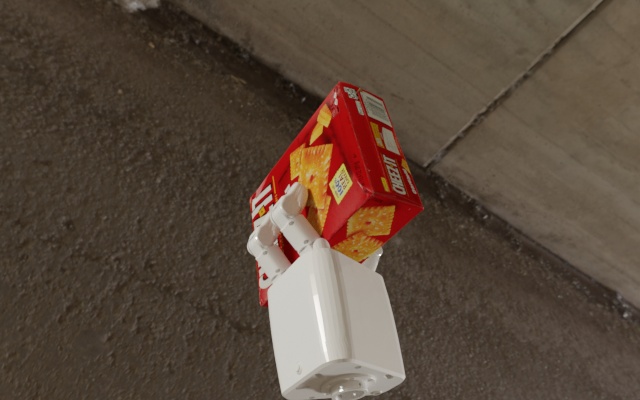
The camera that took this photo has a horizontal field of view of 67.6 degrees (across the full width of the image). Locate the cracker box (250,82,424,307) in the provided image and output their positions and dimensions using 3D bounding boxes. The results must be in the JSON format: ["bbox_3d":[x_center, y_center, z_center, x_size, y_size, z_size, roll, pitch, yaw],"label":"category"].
[{"bbox_3d":[0.000,0.002,0.531,0.072,0.164,0.214,17,-46,-31],"label":"cracker box"}]
